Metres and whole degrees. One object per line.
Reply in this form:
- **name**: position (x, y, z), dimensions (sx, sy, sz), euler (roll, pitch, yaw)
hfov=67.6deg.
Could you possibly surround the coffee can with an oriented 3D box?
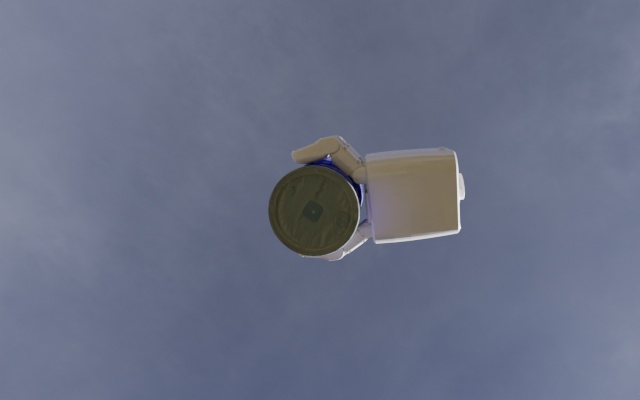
- **coffee can**: position (0.000, 0.002, 0.597), dimensions (0.103, 0.103, 0.140), euler (0, 9, 7)
